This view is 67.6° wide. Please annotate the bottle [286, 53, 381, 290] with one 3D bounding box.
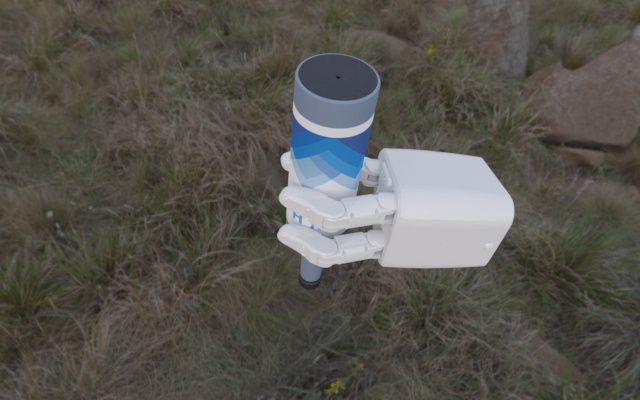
[{"bbox_3d":[0.000,0.001,0.477,0.069,0.069,0.296,0,-41,-7],"label":"bottle"}]
